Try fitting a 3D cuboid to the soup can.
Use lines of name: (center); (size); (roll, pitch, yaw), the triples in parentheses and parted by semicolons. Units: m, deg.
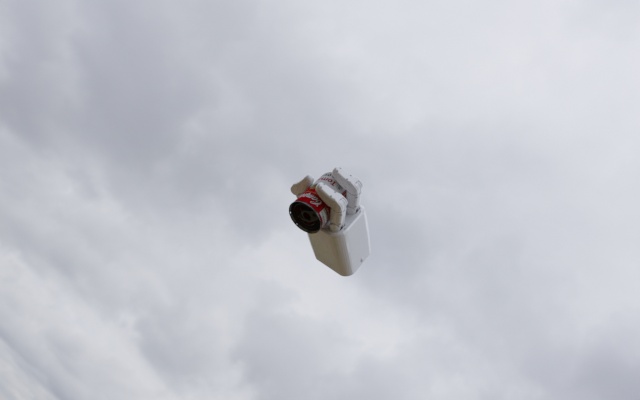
soup can: (0.000, 0.002, 0.855); (0.068, 0.068, 0.102); (0, 33, 41)
